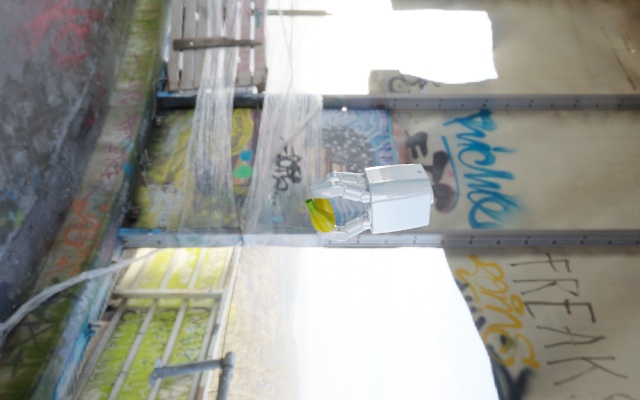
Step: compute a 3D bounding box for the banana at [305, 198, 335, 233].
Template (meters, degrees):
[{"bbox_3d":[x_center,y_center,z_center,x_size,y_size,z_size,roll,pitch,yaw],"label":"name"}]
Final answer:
[{"bbox_3d":[0.005,0.021,0.860,0.037,0.069,0.198,-14,3,3],"label":"banana"}]
